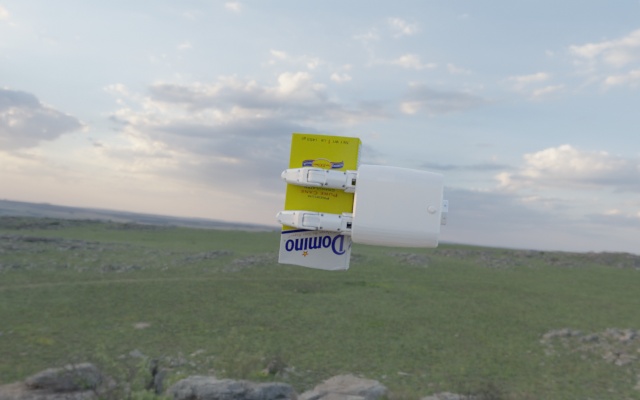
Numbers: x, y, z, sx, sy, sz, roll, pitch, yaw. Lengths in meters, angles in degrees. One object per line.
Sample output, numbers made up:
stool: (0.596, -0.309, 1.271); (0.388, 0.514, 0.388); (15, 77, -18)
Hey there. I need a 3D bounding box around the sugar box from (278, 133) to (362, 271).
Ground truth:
sugar box: (0.000, 0.002, 0.640); (0.093, 0.176, 0.048); (5, -3, 10)
